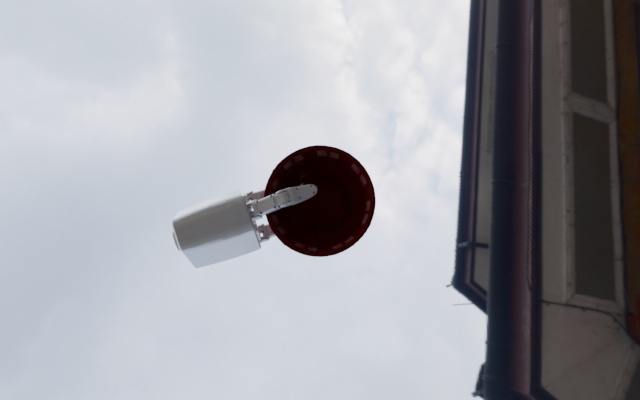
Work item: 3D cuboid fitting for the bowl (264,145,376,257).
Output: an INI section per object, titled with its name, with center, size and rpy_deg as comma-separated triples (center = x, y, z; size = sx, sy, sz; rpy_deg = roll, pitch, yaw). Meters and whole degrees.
[bowl]
center = 0.001, 0.002, 0.710
size = 0.162, 0.162, 0.055
rpy_deg = 0, -6, 5
